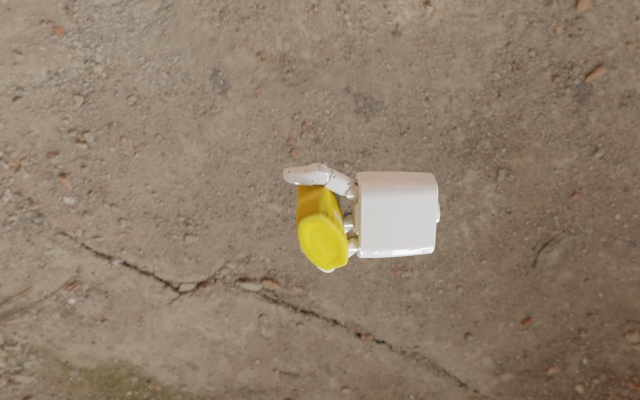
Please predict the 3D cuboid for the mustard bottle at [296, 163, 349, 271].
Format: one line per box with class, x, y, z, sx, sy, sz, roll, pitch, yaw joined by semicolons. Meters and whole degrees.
mustard bottle;0.000;0.002;0.674;0.058;0.096;0.191;-22;33;12
